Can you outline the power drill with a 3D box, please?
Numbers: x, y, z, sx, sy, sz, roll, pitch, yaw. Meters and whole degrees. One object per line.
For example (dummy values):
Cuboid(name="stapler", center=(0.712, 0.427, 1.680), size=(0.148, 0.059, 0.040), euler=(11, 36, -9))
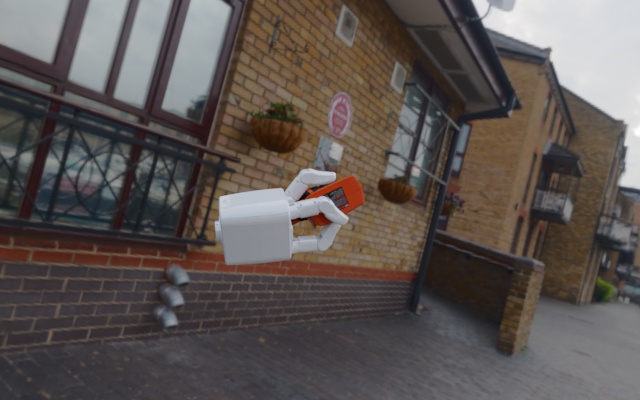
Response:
Cuboid(name="power drill", center=(0.000, 0.003, 0.863), size=(0.184, 0.057, 0.187), euler=(-29, 6, -26))
